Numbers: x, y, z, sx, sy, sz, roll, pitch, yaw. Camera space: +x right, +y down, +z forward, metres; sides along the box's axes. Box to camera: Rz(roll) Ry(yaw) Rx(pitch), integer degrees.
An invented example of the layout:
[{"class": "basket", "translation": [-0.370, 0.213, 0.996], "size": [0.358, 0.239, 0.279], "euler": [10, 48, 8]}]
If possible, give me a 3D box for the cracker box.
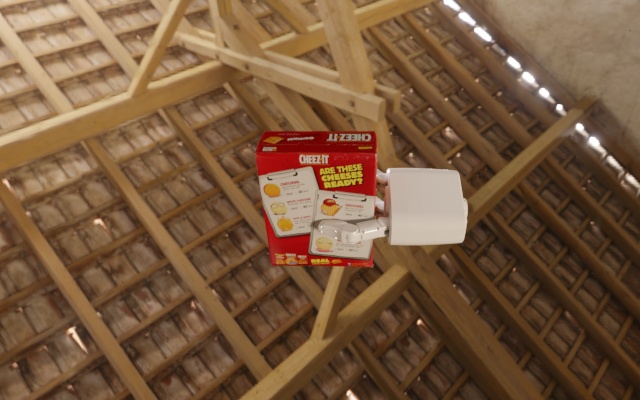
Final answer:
[{"class": "cracker box", "translation": [0.000, 0.003, 0.713], "size": [0.164, 0.214, 0.072], "euler": [0, 38, 4]}]
